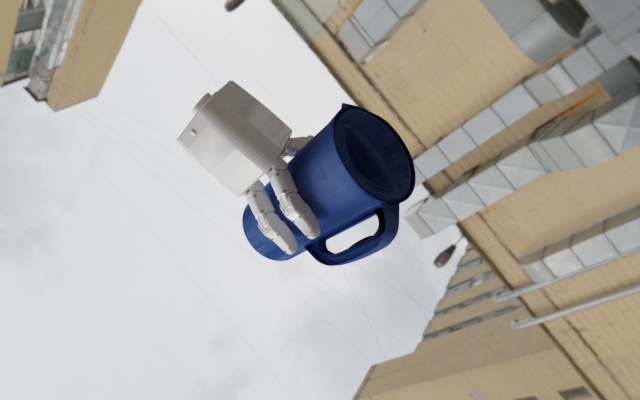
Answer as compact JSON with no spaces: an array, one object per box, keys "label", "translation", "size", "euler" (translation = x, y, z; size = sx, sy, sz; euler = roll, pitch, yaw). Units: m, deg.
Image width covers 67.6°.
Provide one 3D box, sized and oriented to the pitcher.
[{"label":"pitcher","translation":[0.000,0.002,0.637],"size":[0.243,0.145,0.149],"euler":[-36,19,42]}]
